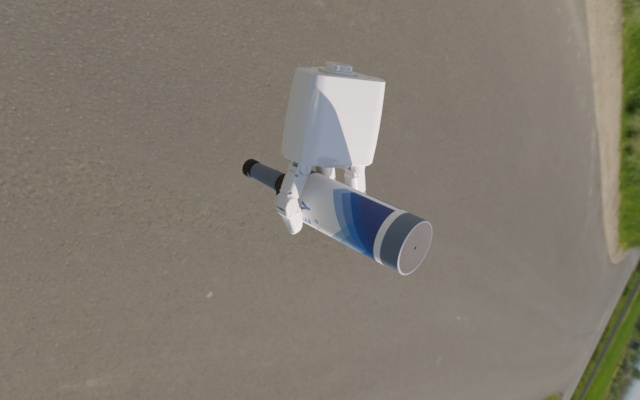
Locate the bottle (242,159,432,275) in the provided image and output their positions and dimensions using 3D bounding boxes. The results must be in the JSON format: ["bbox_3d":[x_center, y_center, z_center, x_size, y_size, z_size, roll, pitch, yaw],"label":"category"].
[{"bbox_3d":[0.000,0.002,0.617,0.295,0.069,0.069,26,16,37],"label":"bottle"}]
